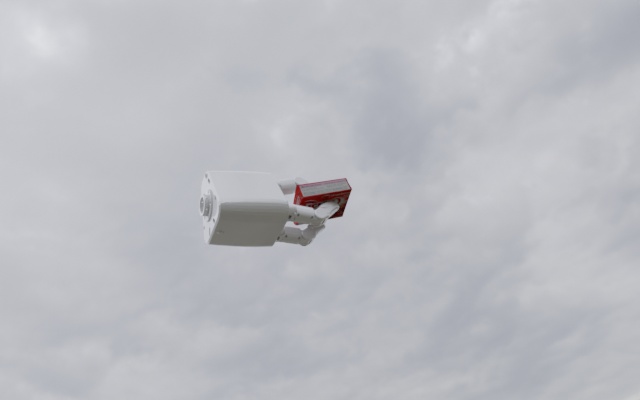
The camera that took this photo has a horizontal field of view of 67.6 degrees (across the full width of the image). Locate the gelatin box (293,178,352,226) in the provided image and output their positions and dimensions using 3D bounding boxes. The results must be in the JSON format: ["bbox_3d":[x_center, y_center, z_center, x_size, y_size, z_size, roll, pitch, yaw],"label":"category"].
[{"bbox_3d":[0.000,0.002,0.781,0.089,0.030,0.073,-10,-36,-20],"label":"gelatin box"}]
